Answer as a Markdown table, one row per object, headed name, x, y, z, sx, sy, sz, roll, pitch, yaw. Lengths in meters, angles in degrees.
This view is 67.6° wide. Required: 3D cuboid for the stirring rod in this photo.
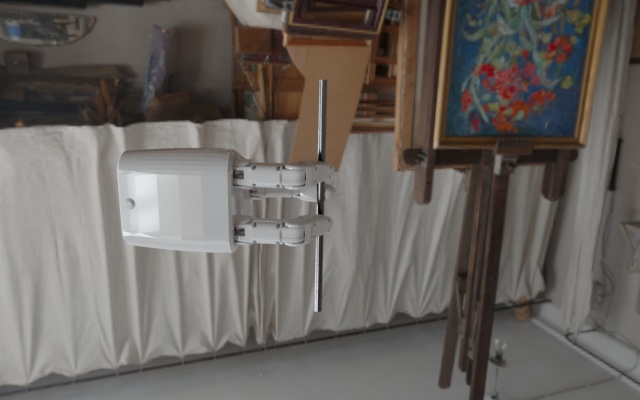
| name | x | y | z | sx | sy | sz | roll | pitch | yaw |
| --- | --- | --- | --- | --- | --- | --- | --- | --- | --- |
| stirring rod | 0.000 | 0.001 | 0.485 | 0.011 | 0.239 | 0.011 | 1 | 14 | 0 |
